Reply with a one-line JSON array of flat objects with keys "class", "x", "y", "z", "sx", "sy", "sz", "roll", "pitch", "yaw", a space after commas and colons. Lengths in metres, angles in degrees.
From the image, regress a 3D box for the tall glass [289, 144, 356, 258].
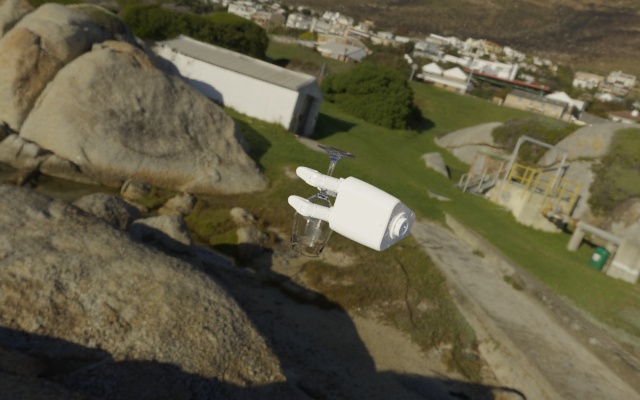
[{"class": "tall glass", "x": 0.000, "y": 0.002, "z": 0.883, "sx": 0.079, "sy": 0.201, "sz": 0.079, "roll": 17, "pitch": 12, "yaw": -4}]
